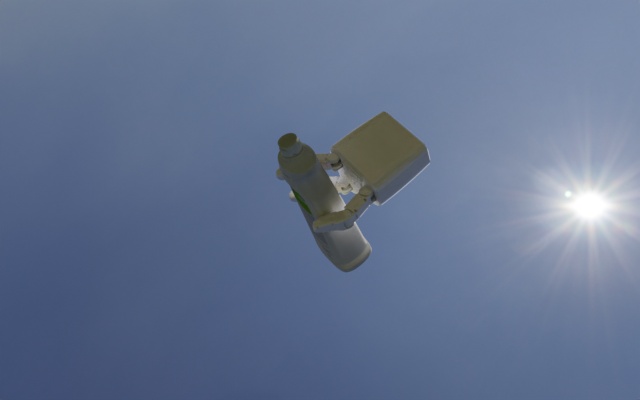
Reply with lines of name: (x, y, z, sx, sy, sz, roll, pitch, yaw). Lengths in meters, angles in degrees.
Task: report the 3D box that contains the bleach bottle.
bleach bottle: (0.000, 0.002, 0.723, 0.068, 0.251, 0.102, -39, 46, -12)
